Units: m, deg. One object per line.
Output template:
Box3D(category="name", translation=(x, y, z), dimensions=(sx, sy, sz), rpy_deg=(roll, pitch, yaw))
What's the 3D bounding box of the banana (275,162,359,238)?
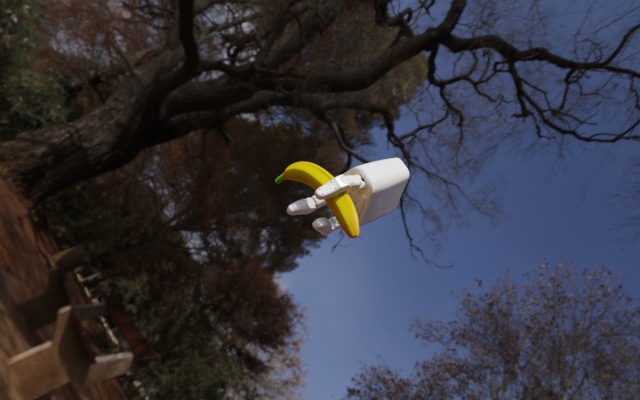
Box3D(category="banana", translation=(0.003, -0.015, 0.810), dimensions=(0.037, 0.070, 0.197), rpy_deg=(-12, 39, -46))
